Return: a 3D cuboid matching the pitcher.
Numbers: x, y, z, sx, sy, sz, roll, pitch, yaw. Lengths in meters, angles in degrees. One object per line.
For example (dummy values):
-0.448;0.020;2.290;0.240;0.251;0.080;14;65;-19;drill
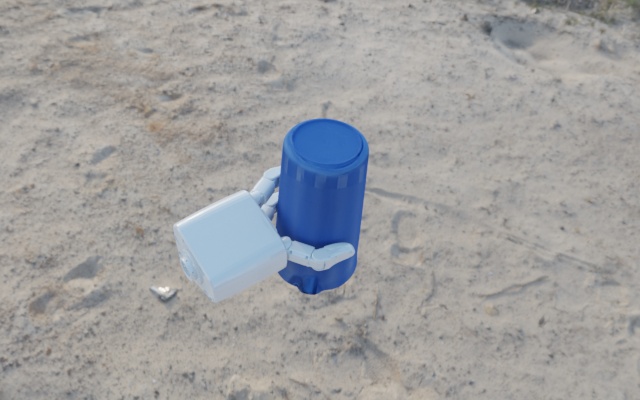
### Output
0.000;0.002;0.678;0.145;0.243;0.149;-26;54;-27;pitcher
